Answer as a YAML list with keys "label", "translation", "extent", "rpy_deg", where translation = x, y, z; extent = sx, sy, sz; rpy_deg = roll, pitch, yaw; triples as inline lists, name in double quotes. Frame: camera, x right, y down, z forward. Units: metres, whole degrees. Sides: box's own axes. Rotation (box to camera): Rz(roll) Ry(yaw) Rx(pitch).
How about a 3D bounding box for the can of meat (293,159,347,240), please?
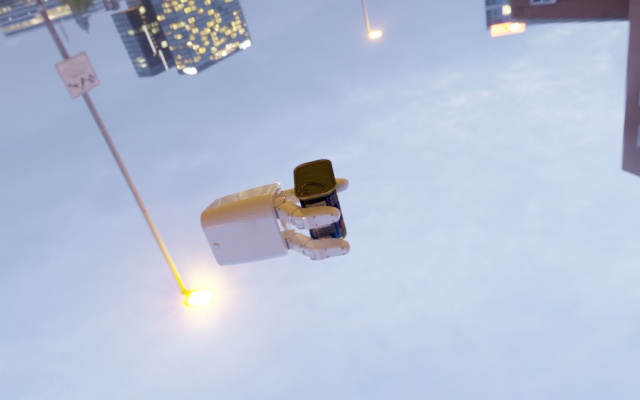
- label: "can of meat"
  translation: [0.000, 0.002, 0.675]
  extent: [0.057, 0.084, 0.102]
  rpy_deg: [-14, 30, 3]
